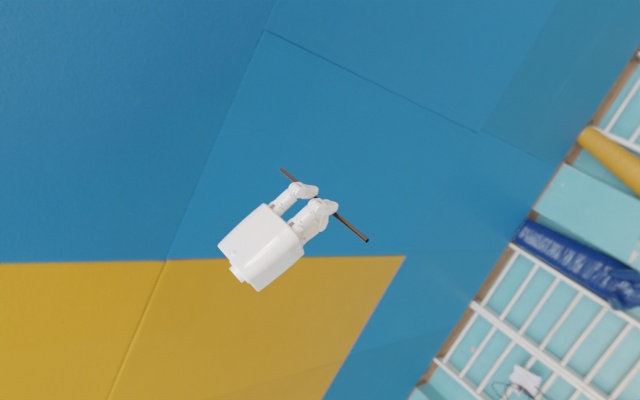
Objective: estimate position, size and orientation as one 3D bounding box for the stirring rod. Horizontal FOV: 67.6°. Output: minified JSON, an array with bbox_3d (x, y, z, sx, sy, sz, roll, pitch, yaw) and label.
[{"bbox_3d":[0.000,0.003,0.836,0.011,0.011,0.239,0,31,-47],"label":"stirring rod"}]
